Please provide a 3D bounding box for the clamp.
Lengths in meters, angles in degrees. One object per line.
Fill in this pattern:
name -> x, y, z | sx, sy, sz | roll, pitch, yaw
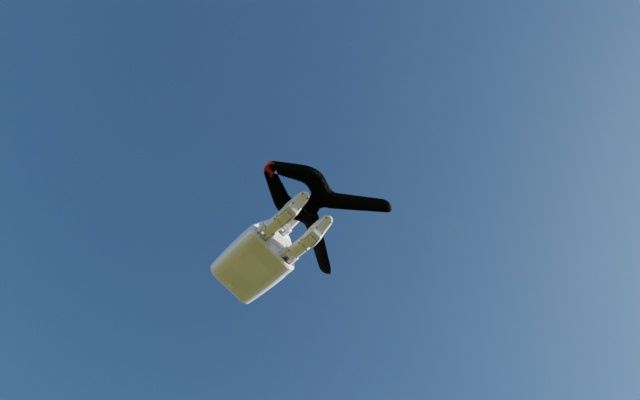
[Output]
clamp -> 0.000, 0.002, 0.781 | 0.164, 0.210, 0.036 | -41, 11, 14
